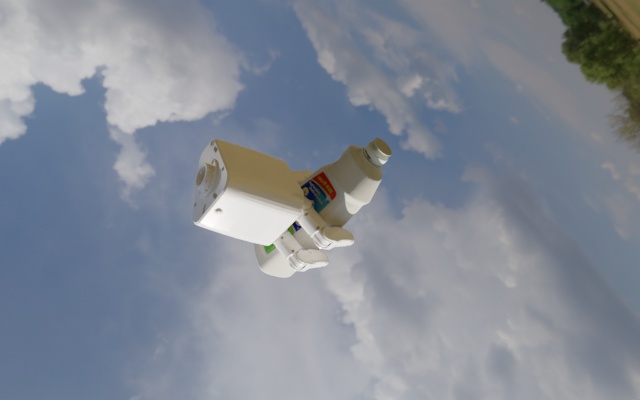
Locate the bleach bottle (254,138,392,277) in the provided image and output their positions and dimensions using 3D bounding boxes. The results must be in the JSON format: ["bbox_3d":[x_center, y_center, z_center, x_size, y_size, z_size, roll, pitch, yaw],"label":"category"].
[{"bbox_3d":[0.000,0.002,0.650,0.068,0.102,0.251,19,-48,-34],"label":"bleach bottle"}]
